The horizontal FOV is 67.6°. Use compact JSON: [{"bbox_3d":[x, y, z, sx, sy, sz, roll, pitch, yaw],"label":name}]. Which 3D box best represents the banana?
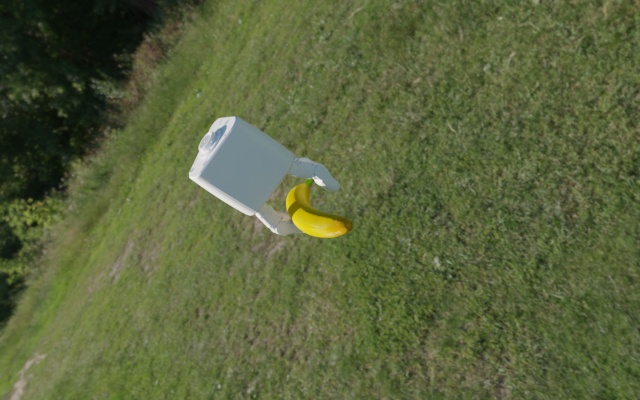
[{"bbox_3d":[-0.013,0.015,0.722,0.037,0.069,0.197,38,7,-30],"label":"banana"}]
